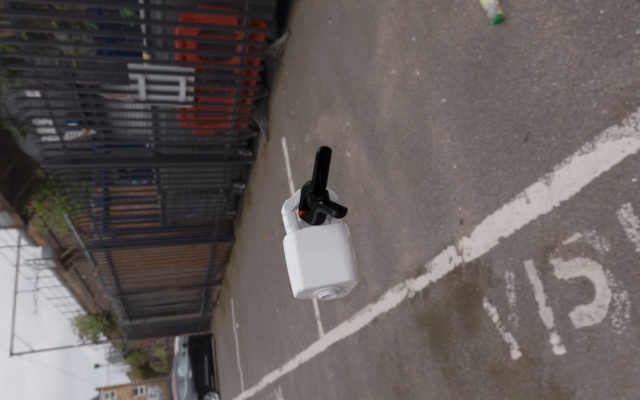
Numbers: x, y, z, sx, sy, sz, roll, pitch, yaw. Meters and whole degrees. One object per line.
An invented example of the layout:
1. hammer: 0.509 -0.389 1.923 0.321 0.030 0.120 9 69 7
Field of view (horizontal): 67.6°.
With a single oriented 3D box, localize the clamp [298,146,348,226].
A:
1. clamp: -0.001 0.003 0.797 0.039 0.120 0.172 -3 -29 -17
